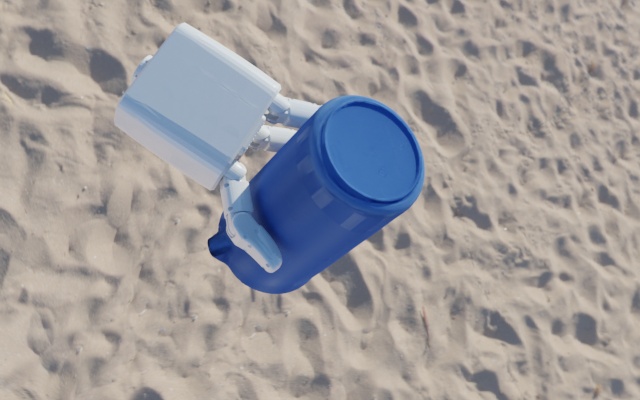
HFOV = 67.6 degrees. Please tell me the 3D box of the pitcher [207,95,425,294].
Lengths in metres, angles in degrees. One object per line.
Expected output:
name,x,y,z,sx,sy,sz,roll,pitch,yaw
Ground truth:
pitcher,0.000,0.002,0.477,0.145,0.149,0.243,35,-32,-10
